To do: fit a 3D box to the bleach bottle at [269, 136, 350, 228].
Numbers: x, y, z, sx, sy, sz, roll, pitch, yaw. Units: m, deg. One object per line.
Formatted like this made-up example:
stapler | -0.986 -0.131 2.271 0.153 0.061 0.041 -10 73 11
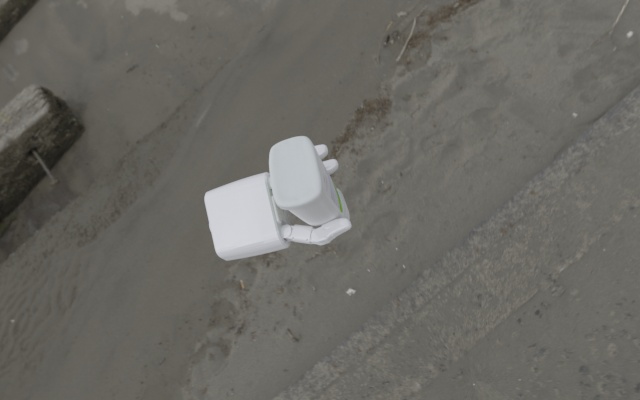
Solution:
bleach bottle | 0.000 0.002 0.722 0.068 0.102 0.251 -16 -24 11
